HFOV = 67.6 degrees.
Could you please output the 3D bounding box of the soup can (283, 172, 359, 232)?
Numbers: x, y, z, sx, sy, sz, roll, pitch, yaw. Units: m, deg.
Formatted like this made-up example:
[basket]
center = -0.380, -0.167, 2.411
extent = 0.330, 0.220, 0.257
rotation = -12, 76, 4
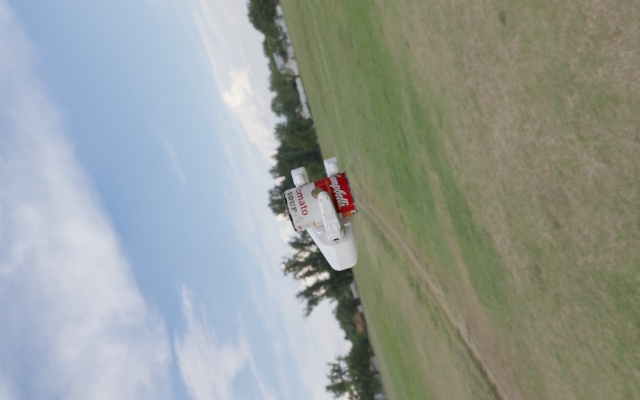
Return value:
[soup can]
center = 0.000, 0.002, 0.738
extent = 0.102, 0.068, 0.068
rotation = -17, -1, 1
